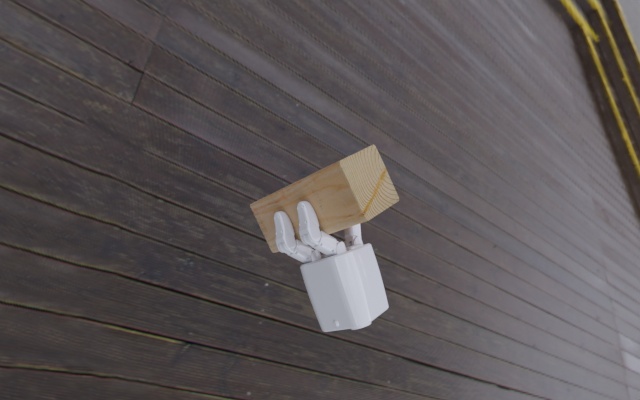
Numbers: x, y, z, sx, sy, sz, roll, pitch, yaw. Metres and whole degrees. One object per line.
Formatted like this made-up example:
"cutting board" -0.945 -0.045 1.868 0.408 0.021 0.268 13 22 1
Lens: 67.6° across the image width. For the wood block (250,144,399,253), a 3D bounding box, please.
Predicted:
"wood block" 0.001 0.003 0.718 0.206 0.090 0.091 -23 4 44
